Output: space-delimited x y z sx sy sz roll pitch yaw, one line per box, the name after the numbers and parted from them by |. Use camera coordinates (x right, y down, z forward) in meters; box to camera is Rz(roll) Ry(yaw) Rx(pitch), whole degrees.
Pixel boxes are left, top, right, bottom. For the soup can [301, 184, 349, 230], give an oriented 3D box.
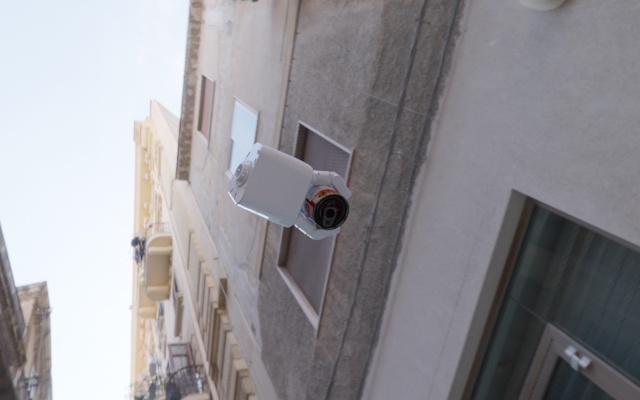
0.000 0.003 0.863 0.068 0.068 0.102 0 20 -24 | soup can
